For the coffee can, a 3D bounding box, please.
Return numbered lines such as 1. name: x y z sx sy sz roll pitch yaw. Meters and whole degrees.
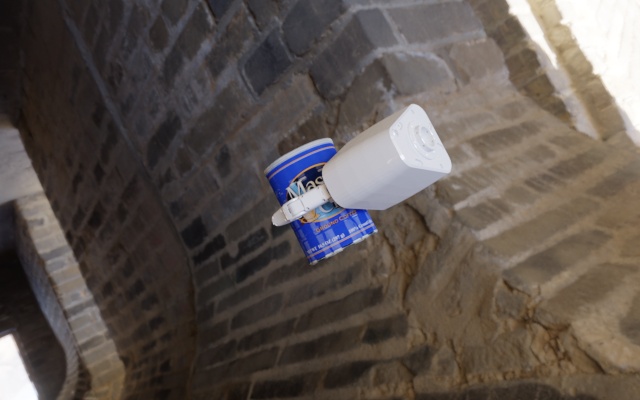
1. coffee can: 0.000 0.002 0.642 0.103 0.140 0.103 -27 -5 -2
